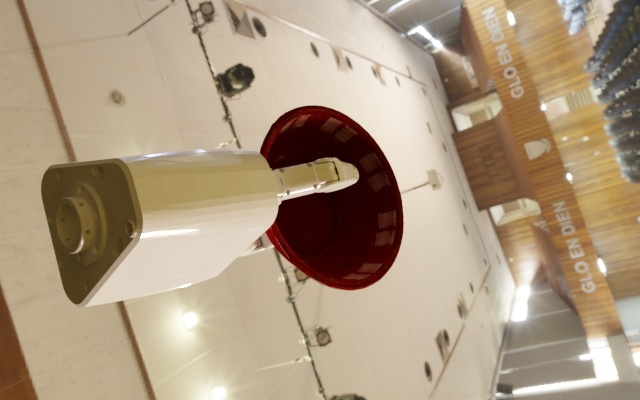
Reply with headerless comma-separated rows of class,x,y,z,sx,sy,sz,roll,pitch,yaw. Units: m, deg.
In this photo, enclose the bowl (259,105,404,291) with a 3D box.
bowl,0.001,0.002,0.421,0.162,0.162,0.055,0,-16,-41
